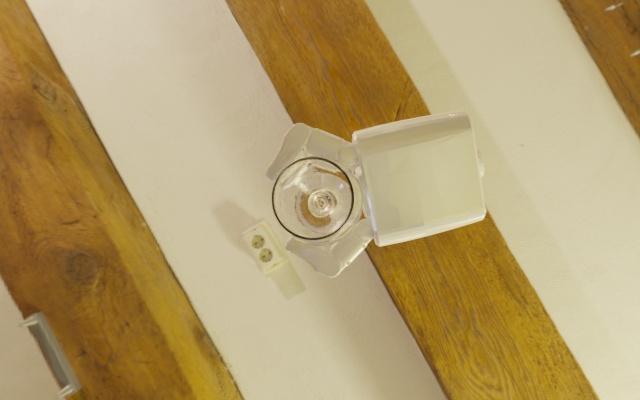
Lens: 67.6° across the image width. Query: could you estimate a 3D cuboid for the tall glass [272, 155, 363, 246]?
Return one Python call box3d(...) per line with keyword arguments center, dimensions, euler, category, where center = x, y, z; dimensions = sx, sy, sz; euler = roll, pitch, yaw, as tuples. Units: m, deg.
box3d(center=(0.000, 0.002, 0.450), dimensions=(0.079, 0.079, 0.201), euler=(0, -2, 4), category="tall glass")
